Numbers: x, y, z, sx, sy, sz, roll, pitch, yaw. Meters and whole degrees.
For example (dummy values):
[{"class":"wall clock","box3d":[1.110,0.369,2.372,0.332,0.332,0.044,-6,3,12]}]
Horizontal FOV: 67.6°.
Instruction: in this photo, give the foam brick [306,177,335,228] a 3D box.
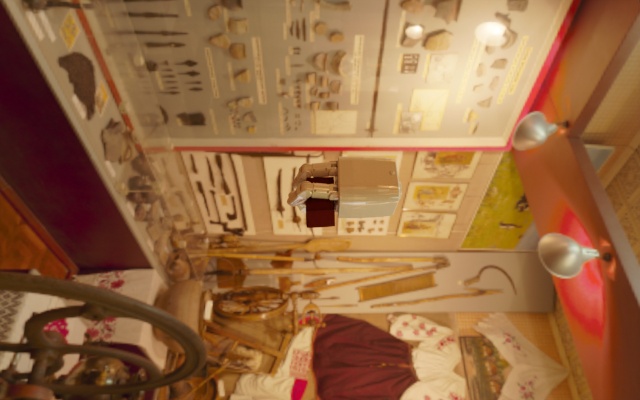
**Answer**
[{"class":"foam brick","box3d":[0.000,0.003,0.855,0.051,0.078,0.053,-1,-37,1]}]
